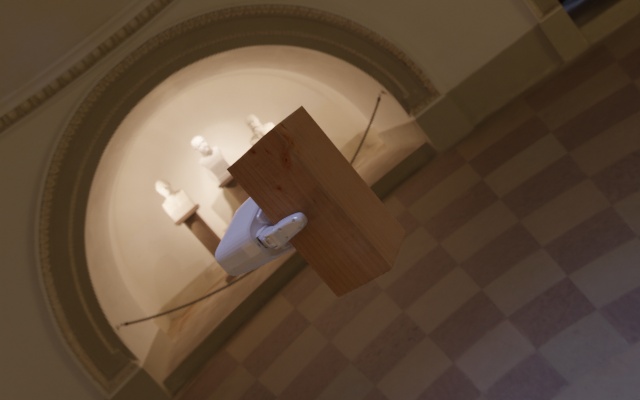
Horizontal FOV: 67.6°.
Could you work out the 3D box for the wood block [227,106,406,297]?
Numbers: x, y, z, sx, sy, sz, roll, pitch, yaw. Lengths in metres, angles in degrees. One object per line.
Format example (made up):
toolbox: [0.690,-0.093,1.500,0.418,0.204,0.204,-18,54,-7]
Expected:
wood block: [0.000,0.002,0.581,0.090,0.206,0.090,-35,10,33]
